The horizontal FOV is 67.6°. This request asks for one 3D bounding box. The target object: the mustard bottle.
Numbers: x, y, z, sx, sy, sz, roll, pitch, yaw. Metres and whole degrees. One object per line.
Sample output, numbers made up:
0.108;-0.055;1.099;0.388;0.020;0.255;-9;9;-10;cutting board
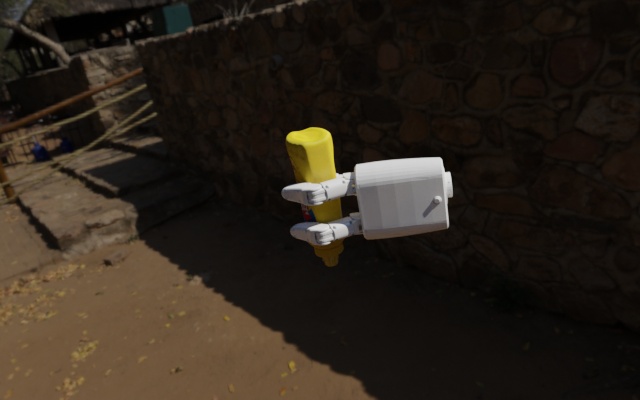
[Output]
0.000;0.002;0.650;0.058;0.192;0.096;-15;20;-12;mustard bottle
